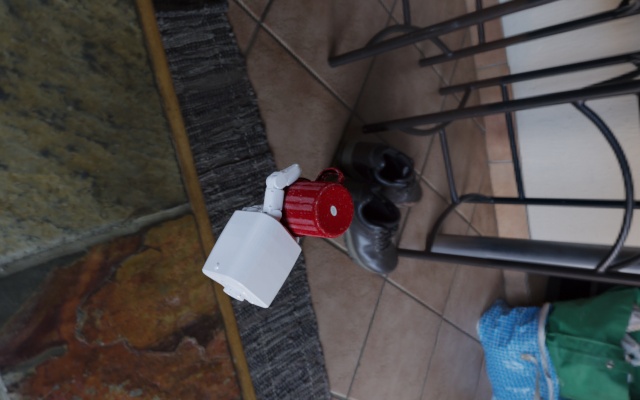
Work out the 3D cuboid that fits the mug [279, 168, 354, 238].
[{"bbox_3d":[0.001,0.001,0.715,0.081,0.117,0.093,4,-30,48],"label":"mug"}]
